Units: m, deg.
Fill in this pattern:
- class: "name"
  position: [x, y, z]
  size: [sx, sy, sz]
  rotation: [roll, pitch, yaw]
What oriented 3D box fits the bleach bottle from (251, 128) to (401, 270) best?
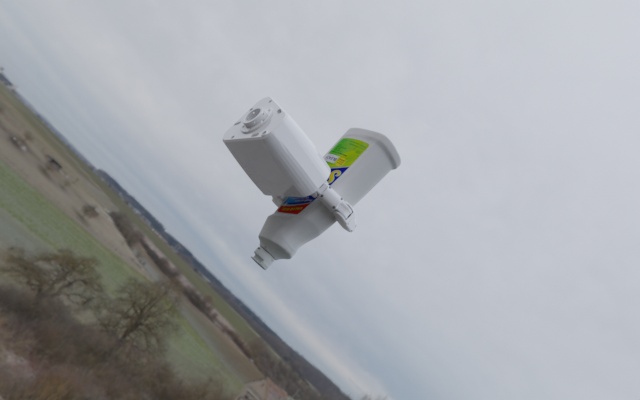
- class: "bleach bottle"
  position: [0.000, 0.002, 0.694]
  size: [0.102, 0.251, 0.068]
  rotation: [25, -23, 51]
